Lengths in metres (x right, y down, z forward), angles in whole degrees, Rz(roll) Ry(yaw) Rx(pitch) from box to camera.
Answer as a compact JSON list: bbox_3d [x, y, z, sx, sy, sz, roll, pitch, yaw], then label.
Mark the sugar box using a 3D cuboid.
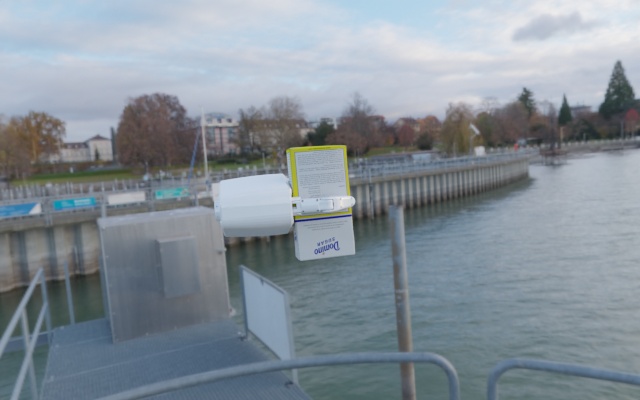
[{"bbox_3d":[0.000,0.002,0.760,0.093,0.176,0.048,-5,5,-11],"label":"sugar box"}]
